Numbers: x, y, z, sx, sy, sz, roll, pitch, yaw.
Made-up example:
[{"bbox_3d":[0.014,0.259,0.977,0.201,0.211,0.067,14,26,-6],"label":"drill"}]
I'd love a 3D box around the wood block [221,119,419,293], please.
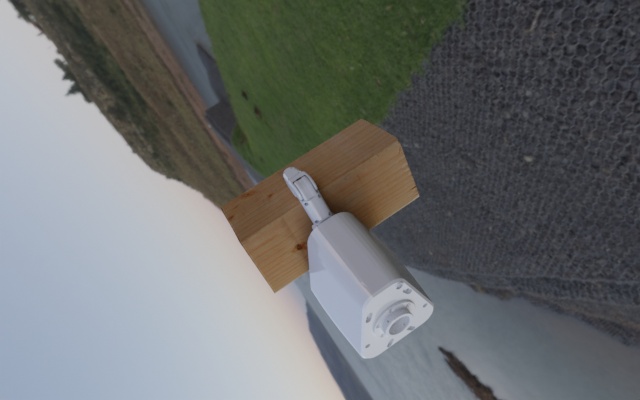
[{"bbox_3d":[0.000,0.002,0.569,0.206,0.091,0.090,-33,34,-8],"label":"wood block"}]
